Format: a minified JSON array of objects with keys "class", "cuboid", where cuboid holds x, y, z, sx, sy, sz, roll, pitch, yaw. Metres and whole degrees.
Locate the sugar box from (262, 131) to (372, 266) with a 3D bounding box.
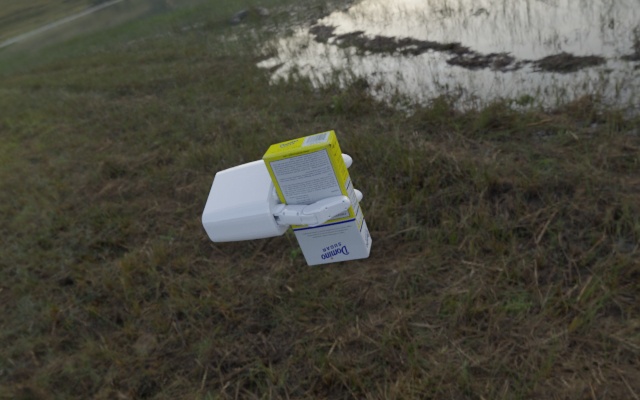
[{"class":"sugar box","cuboid":[0.000,0.002,0.640,0.093,0.176,0.048,-10,31,20]}]
